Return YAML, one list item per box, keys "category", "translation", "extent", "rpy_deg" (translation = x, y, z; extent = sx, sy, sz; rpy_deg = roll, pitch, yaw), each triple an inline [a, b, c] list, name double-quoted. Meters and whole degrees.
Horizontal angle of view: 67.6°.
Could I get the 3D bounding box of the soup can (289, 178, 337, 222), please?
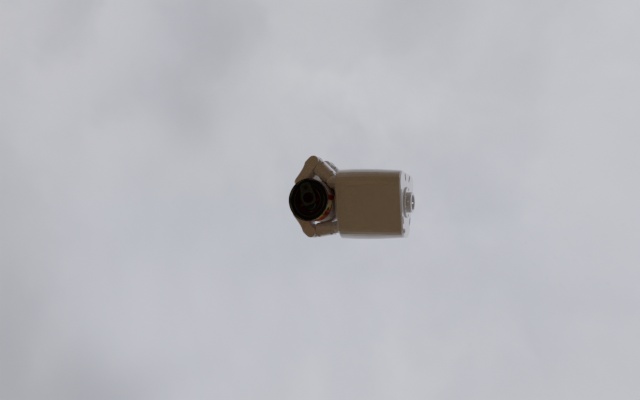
- category: "soup can"
  translation: [0.000, 0.003, 0.791]
  extent: [0.068, 0.068, 0.102]
  rpy_deg: [0, -5, 23]
